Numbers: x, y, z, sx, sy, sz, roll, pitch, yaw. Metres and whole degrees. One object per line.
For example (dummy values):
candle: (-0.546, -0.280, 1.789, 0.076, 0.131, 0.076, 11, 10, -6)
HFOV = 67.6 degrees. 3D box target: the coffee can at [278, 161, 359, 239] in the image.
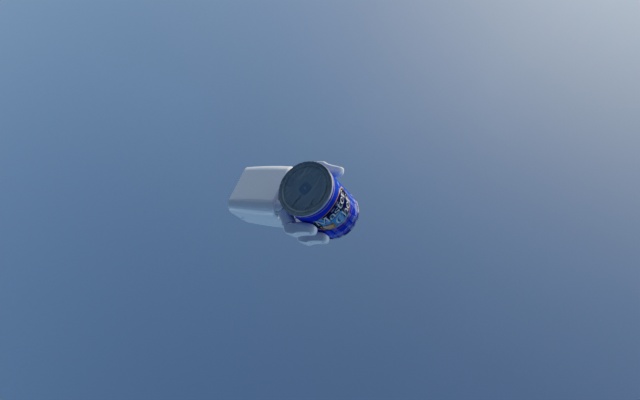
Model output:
coffee can: (0.000, 0.003, 0.879, 0.103, 0.102, 0.140, 0, -21, 25)
